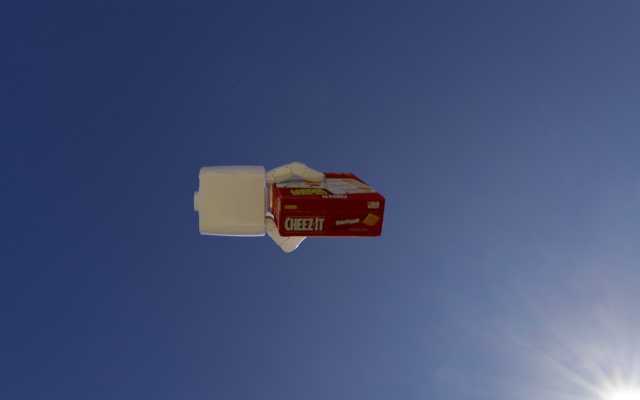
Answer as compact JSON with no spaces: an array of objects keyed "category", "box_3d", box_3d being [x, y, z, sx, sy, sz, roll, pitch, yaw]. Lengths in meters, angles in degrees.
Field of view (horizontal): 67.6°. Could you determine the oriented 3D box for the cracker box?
[{"category":"cracker box","box_3d":[0.000,0.002,0.825,0.164,0.072,0.213,0,14,-10]}]
